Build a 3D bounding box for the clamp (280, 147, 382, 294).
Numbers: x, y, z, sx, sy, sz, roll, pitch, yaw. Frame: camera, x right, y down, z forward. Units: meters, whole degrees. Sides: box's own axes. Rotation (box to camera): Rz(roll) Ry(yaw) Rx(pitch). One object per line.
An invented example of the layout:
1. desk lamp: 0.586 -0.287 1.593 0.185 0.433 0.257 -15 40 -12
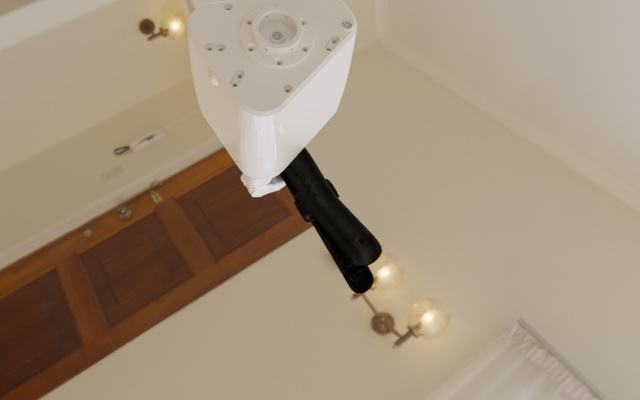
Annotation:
1. clamp: 0.000 0.001 0.414 0.039 0.171 0.120 -32 -11 -16
